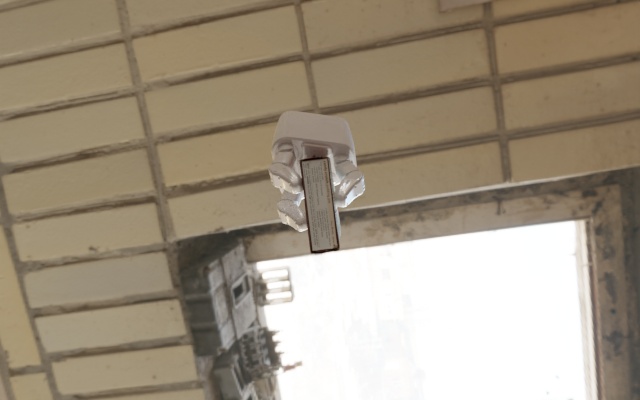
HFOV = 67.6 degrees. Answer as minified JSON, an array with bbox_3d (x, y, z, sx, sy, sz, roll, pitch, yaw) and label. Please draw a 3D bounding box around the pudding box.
[{"bbox_3d":[0.000,0.002,0.589,0.039,0.113,0.090,-9,4,4],"label":"pudding box"}]
